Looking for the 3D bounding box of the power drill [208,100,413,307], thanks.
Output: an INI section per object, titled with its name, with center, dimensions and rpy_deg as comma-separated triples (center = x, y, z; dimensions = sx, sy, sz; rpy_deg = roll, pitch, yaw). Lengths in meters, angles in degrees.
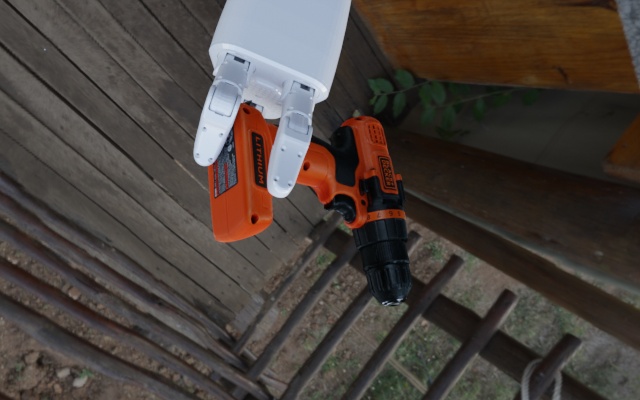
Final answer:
[power drill]
center = 0.000, 0.001, 0.409
dimensions = 0.187, 0.184, 0.057
rpy_deg = 8, -26, -42
